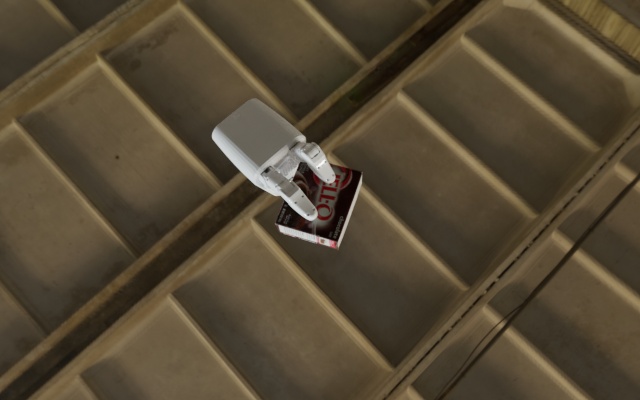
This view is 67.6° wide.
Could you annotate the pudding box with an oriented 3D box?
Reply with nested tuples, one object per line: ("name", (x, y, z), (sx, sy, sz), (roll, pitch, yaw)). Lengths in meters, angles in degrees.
("pudding box", (0.000, 0.002, 0.660), (0.090, 0.113, 0.039), (15, -21, 12))
